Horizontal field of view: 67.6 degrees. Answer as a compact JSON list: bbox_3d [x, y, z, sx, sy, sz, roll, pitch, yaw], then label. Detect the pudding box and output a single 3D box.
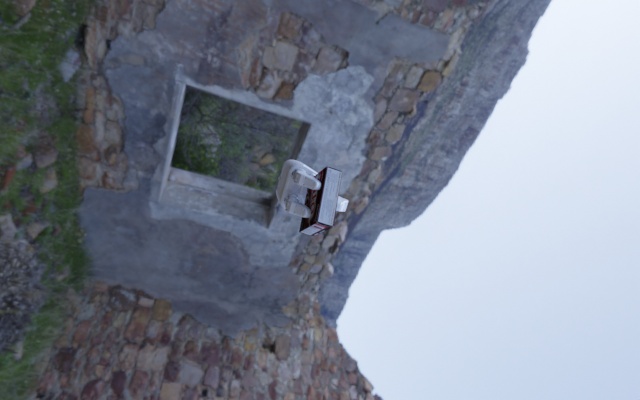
[{"bbox_3d":[0.000,0.003,0.891,0.039,0.113,0.090,14,-20,-18],"label":"pudding box"}]
